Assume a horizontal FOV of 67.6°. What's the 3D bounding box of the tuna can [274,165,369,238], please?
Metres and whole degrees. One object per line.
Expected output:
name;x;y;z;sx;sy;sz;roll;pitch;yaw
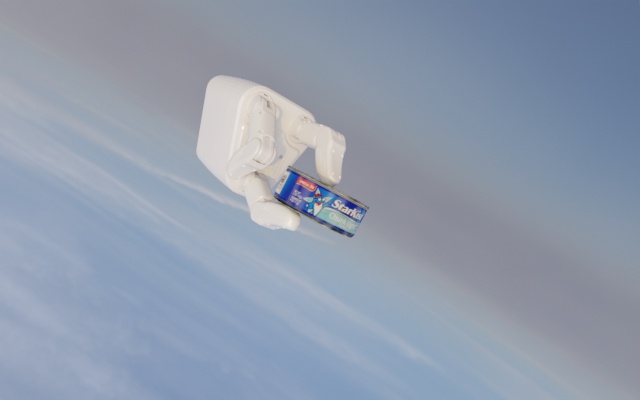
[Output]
tuna can;0.000;0.002;0.447;0.086;0.034;0.086;28;1;0
